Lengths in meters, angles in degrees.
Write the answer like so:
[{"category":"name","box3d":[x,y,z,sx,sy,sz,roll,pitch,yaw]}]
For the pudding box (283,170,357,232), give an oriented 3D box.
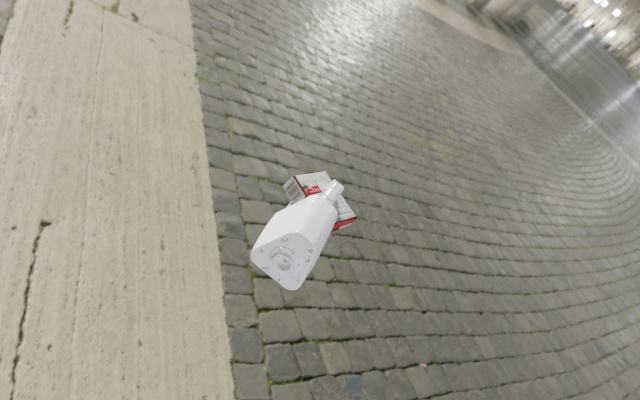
[{"category":"pudding box","box3d":[0.000,0.003,0.841,0.090,0.113,0.039,-12,-26,-50]}]
